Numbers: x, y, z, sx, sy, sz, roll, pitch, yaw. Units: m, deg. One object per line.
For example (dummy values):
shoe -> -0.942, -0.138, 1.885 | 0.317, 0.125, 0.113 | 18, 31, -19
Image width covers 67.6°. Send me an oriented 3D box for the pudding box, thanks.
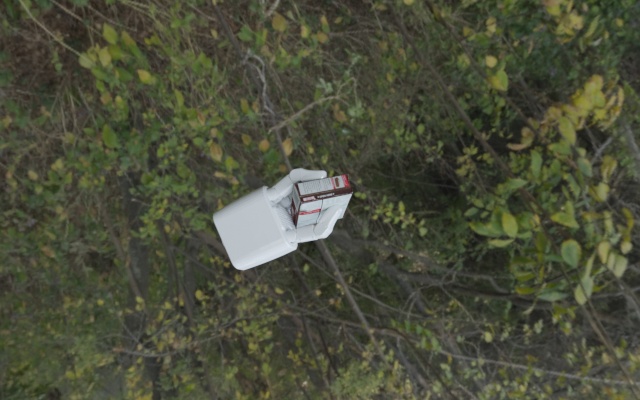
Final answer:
pudding box -> 0.000, 0.003, 0.795 | 0.090, 0.039, 0.113 | -12, -20, -12
